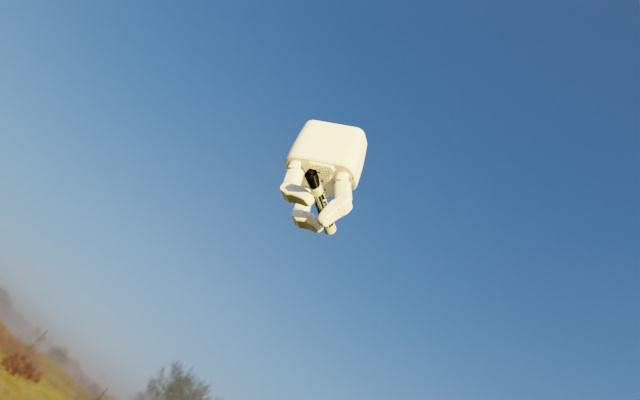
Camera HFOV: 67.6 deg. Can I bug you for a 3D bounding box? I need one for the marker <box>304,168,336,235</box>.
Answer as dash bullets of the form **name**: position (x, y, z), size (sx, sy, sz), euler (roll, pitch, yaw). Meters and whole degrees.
- **marker**: position (0.000, 0.002, 0.693), size (0.020, 0.121, 0.020), euler (-11, 41, 10)
